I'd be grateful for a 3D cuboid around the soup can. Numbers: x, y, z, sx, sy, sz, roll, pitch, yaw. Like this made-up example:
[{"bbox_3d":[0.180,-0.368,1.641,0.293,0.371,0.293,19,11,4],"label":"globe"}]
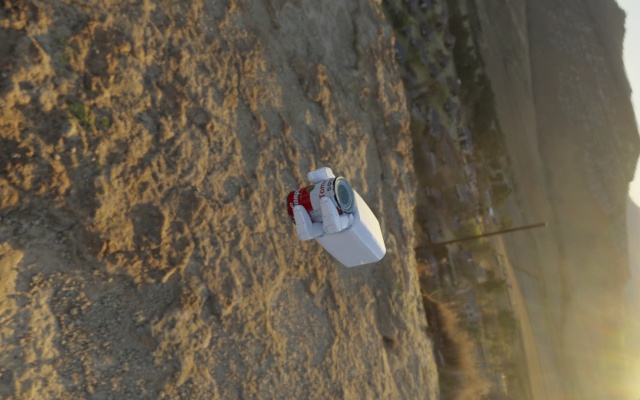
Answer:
[{"bbox_3d":[0.000,0.002,0.832,0.102,0.068,0.068,-17,-9,31],"label":"soup can"}]
